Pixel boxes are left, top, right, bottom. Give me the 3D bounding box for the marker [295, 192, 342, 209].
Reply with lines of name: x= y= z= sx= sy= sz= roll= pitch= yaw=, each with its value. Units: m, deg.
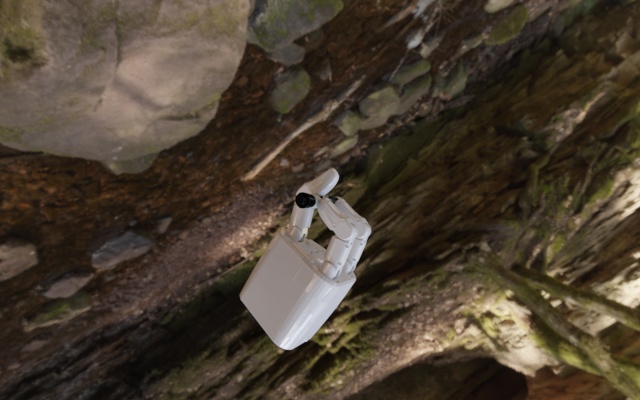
marker: x=0.000 y=0.002 z=0.595 sx=0.020 sy=0.020 sz=0.121 roll=0 pitch=-2 yaw=23
